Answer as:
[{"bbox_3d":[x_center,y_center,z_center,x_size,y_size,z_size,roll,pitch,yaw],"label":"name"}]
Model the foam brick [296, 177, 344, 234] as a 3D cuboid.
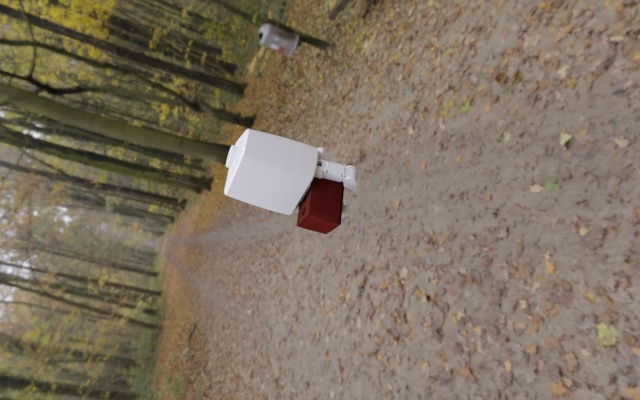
[{"bbox_3d":[0.000,0.003,0.705,0.051,0.078,0.053,16,-28,-18],"label":"foam brick"}]
